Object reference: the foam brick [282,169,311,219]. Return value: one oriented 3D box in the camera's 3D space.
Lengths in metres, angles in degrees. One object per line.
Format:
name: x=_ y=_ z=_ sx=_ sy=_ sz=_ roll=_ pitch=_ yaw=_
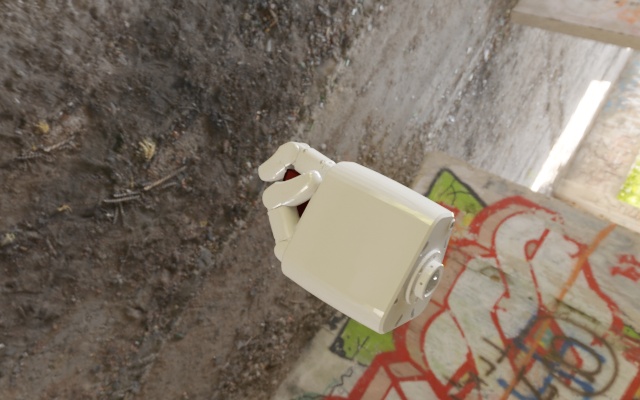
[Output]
foam brick: x=0.000 y=0.001 z=0.479 sx=0.051 sy=0.053 sz=0.078 roll=28 pitch=18 yaw=32
